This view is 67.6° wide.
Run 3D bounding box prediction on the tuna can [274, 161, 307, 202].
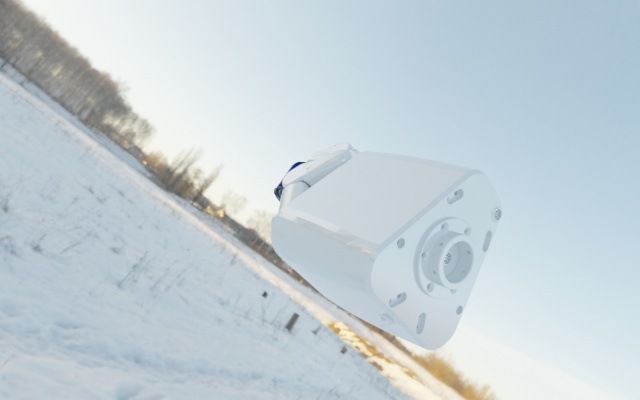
[{"bbox_3d":[0.000,0.001,0.452,0.086,0.033,0.086,31,-15,9],"label":"tuna can"}]
